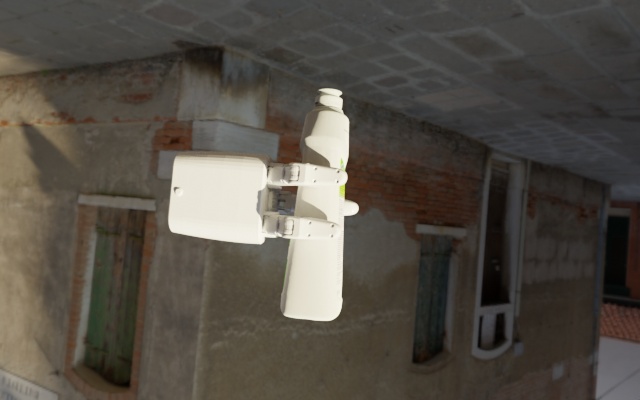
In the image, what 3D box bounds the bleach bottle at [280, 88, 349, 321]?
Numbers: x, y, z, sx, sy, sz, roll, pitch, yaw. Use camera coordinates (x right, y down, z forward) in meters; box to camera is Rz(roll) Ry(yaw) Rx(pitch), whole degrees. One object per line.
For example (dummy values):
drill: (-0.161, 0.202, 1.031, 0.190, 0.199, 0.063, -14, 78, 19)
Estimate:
bleach bottle: (0.000, 0.002, 0.546, 0.068, 0.251, 0.102, 5, -2, 4)
